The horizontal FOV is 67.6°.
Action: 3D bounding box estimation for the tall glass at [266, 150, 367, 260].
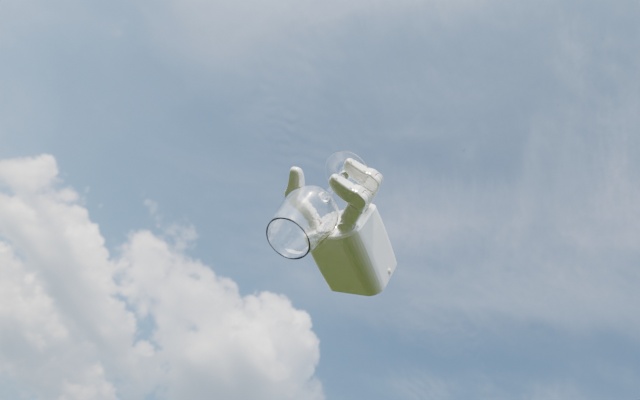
[{"bbox_3d":[0.000,0.002,0.670,0.079,0.079,0.201,0,27,28],"label":"tall glass"}]
